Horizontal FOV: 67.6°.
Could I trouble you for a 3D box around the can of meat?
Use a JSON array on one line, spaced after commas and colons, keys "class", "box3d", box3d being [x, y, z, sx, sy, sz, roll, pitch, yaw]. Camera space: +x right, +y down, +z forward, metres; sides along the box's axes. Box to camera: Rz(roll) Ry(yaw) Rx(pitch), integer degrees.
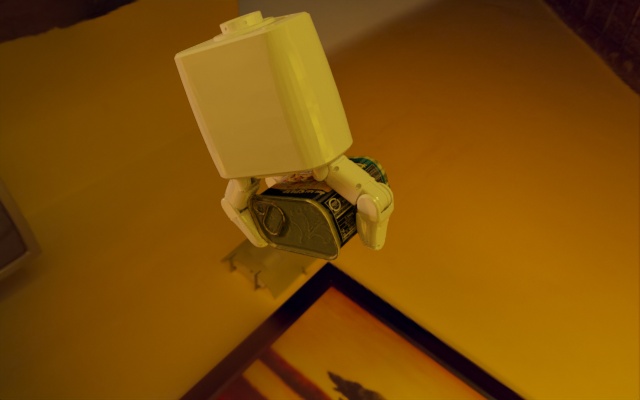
[{"class": "can of meat", "box3d": [0.000, 0.001, 0.426, 0.102, 0.057, 0.084, 5, 35, 45]}]
